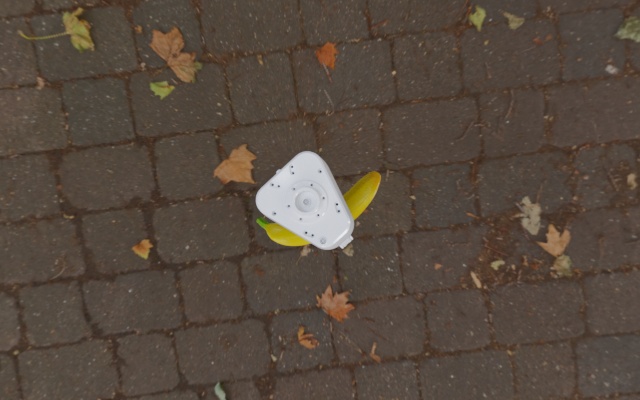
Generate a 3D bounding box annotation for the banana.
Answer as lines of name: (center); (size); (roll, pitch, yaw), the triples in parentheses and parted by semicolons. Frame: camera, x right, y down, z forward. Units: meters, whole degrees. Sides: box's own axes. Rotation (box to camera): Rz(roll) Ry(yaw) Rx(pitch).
banana: (0.003, 0.020, 0.692); (0.198, 0.069, 0.037); (-21, -17, 6)
